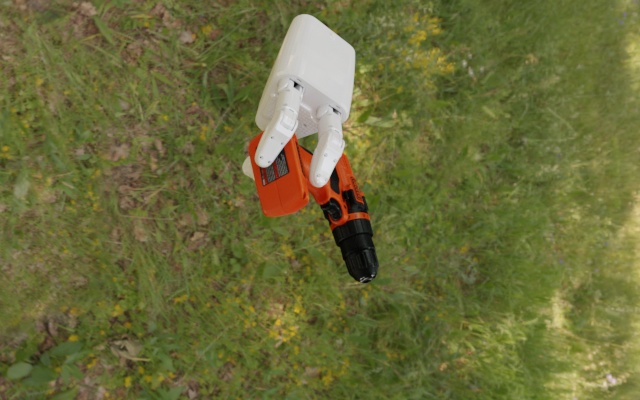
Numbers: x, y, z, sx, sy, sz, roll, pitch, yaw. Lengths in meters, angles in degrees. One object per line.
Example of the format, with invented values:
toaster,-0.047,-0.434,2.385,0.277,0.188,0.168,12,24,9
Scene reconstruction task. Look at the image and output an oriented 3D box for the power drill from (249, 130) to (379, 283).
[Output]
power drill,0.000,0.001,0.565,0.057,0.184,0.188,-27,-27,20
